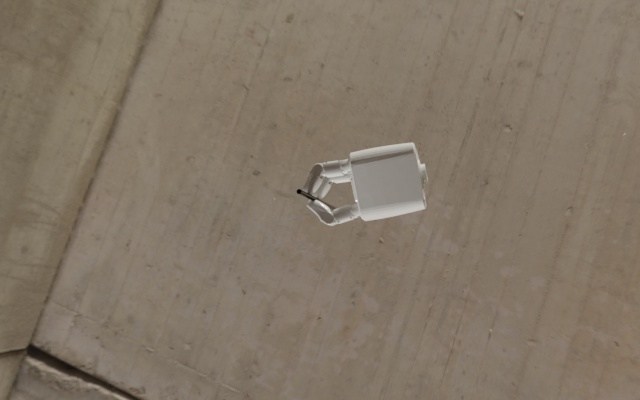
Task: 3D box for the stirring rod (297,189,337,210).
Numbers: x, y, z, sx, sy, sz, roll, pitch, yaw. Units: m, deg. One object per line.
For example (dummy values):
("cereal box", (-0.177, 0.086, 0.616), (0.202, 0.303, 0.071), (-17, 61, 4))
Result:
("stirring rod", (0.000, 0.003, 0.854), (0.011, 0.011, 0.239), (0, -8, 16))
